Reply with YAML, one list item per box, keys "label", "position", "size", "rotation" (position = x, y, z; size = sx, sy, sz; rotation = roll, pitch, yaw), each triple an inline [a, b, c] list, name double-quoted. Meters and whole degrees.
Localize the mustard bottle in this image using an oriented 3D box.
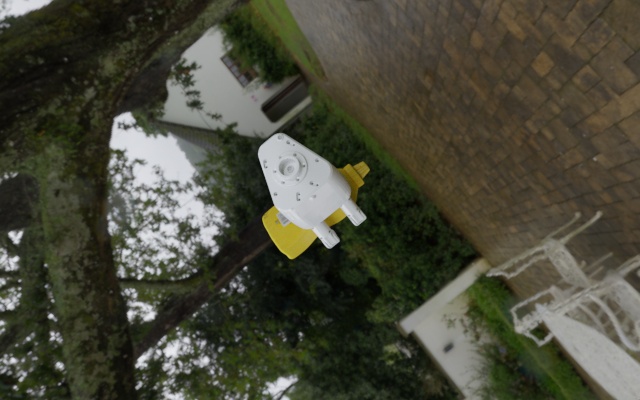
- label: "mustard bottle"
  position: [0.000, 0.003, 0.779]
  size: [0.058, 0.191, 0.096]
  rotation: [48, 4, -45]
